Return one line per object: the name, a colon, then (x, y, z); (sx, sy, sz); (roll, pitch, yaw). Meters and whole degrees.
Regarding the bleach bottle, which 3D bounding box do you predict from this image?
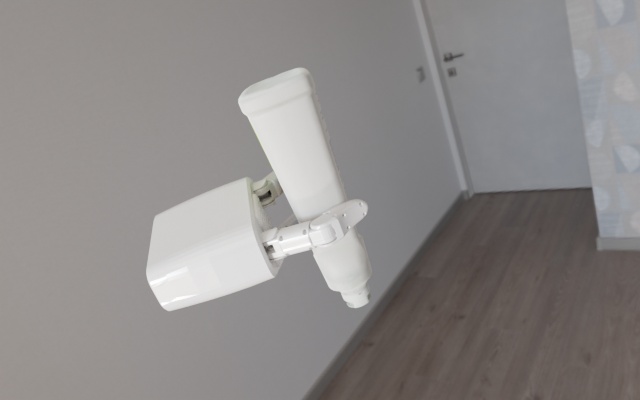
bleach bottle: (0.000, 0.001, 0.472); (0.068, 0.251, 0.102); (-20, 20, 3)
